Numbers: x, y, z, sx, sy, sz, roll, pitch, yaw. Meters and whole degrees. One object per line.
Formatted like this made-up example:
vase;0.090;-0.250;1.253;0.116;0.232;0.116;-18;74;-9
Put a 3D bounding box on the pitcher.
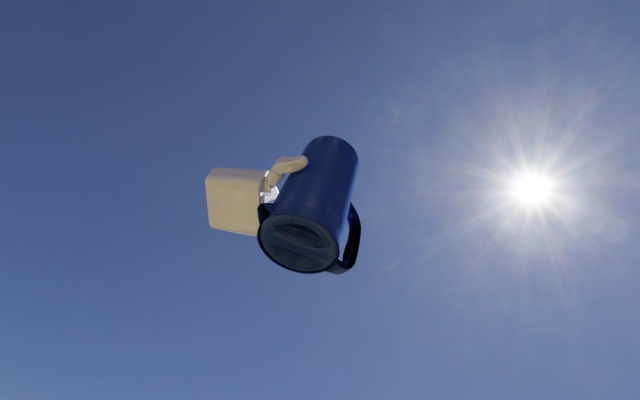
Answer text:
pitcher;0.000;0.003;0.821;0.145;0.149;0.242;5;42;15
